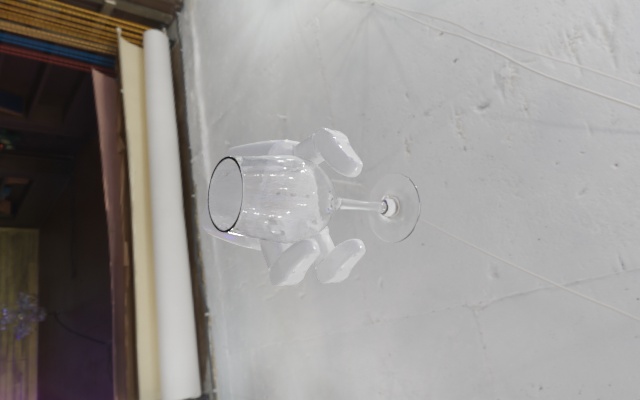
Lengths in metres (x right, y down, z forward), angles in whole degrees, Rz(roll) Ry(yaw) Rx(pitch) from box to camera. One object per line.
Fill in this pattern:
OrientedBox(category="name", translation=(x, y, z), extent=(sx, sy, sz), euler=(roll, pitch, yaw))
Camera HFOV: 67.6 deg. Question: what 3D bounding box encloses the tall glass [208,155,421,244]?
OrientedBox(category="tall glass", translation=(0.001, 0.001, 0.446), extent=(0.201, 0.079, 0.079), euler=(5, -3, -39))
